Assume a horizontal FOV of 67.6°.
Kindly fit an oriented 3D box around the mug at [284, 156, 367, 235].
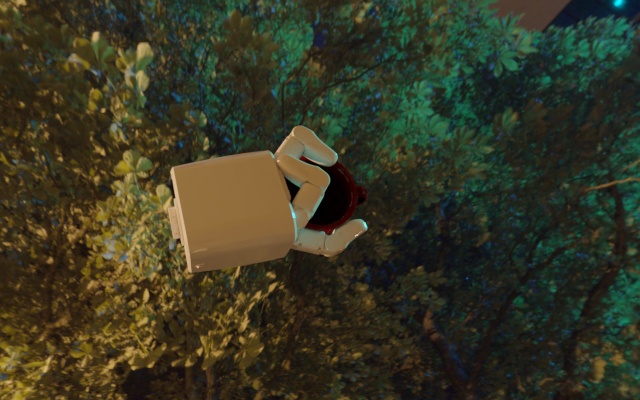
[{"bbox_3d":[0.001,0.002,0.585,0.117,0.093,0.081,-9,-19,-18],"label":"mug"}]
